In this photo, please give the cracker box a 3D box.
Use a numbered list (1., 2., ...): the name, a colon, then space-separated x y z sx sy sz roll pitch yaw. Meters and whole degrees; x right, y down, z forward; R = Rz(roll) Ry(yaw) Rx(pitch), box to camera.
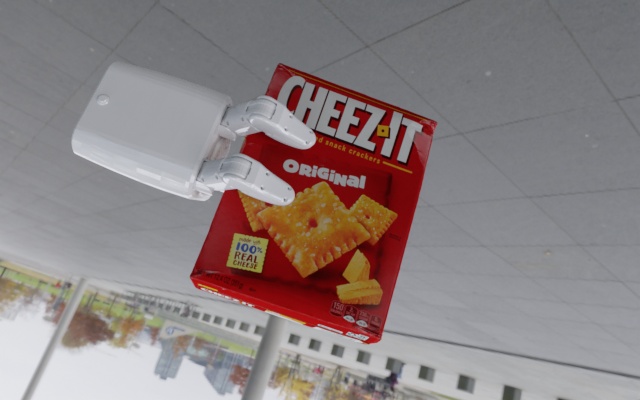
1. cracker box: 0.000 0.002 0.435 0.164 0.213 0.072 20 -19 -4
